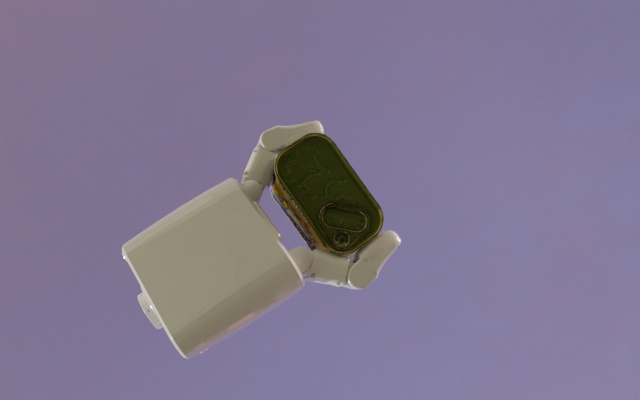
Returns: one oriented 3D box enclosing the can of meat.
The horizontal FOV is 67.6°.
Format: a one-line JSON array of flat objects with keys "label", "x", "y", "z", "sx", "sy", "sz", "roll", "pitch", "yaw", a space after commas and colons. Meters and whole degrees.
[{"label": "can of meat", "x": 0.000, "y": 0.001, "z": 0.427, "sx": 0.057, "sy": 0.102, "sz": 0.084, "roll": -35, "pitch": -3, "yaw": -15}]
